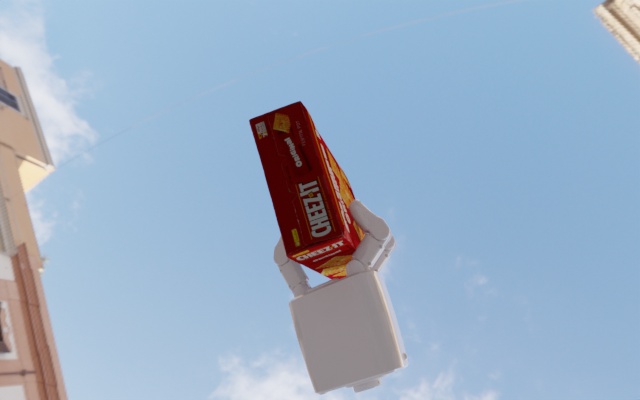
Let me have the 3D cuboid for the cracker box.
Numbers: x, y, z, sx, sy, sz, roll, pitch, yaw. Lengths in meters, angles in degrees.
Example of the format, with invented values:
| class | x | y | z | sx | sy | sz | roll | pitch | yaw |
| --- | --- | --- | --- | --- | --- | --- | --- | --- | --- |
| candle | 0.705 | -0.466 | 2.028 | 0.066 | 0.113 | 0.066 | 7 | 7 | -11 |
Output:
| class | x | y | z | sx | sy | sz | roll | pitch | yaw |
| --- | --- | --- | --- | --- | --- | --- | --- | --- | --- |
| cracker box | 0.000 | 0.002 | 0.587 | 0.072 | 0.164 | 0.214 | -21 | -20 | 8 |
